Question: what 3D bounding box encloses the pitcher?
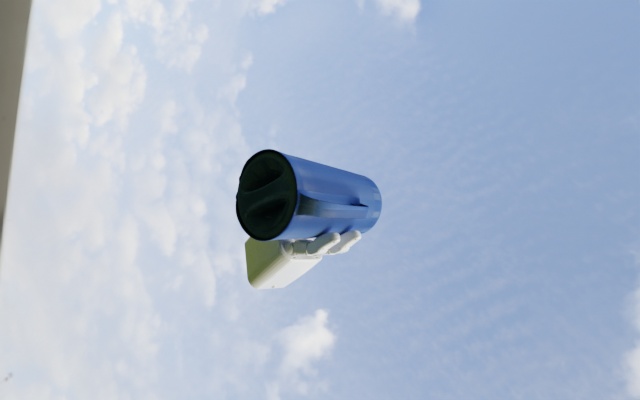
[{"bbox_3d":[0.000,0.003,0.766,0.243,0.149,0.145,6,-40,-49],"label":"pitcher"}]
